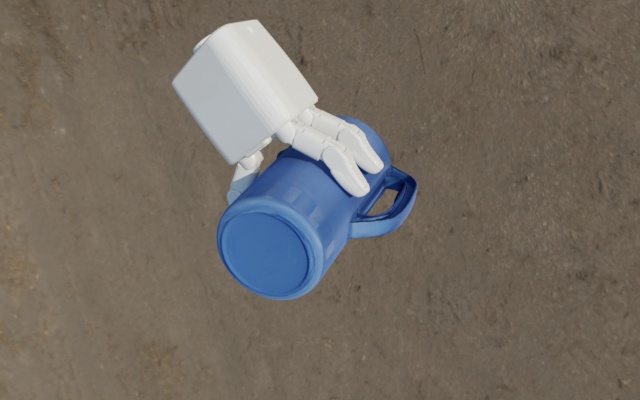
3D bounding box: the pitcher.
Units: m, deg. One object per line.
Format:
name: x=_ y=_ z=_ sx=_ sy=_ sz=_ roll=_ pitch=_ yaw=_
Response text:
pitcher: x=0.000 y=0.002 z=0.526 sx=0.149 sy=0.145 sz=0.242 roll=-32 pitch=10 yaw=30
